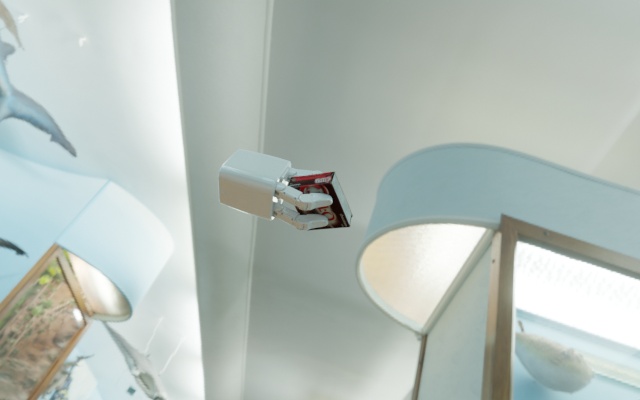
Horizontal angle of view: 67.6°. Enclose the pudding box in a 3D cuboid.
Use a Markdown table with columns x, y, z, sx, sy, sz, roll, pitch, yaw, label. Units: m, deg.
| x | y | z | sx | sy | sz | roll | pitch | yaw | label |
| --- | --- | --- | --- | --- | --- | --- | --- | --- | --- |
| 0.000 | 0.003 | 0.882 | 0.090 | 0.114 | 0.039 | -6 | 42 | 25 | pudding box |
